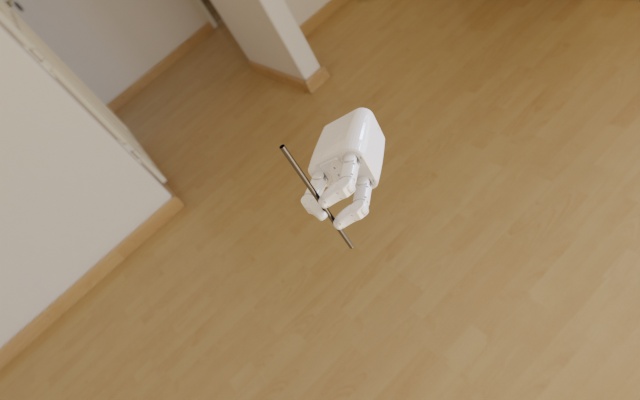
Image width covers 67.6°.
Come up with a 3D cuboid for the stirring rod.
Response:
[{"bbox_3d":[0.000,0.002,0.722,0.011,0.011,0.240,0,-39,34],"label":"stirring rod"}]
